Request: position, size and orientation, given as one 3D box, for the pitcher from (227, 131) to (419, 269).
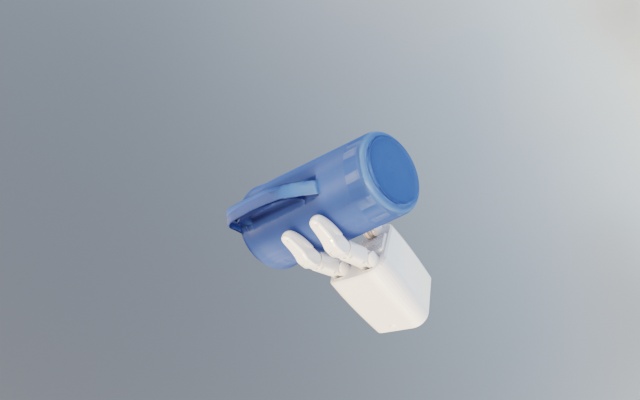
[{"bbox_3d":[0.000,0.002,0.639,0.243,0.145,0.149,-26,21,43],"label":"pitcher"}]
